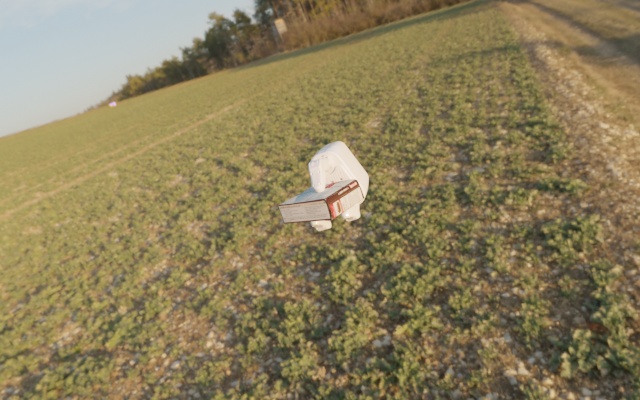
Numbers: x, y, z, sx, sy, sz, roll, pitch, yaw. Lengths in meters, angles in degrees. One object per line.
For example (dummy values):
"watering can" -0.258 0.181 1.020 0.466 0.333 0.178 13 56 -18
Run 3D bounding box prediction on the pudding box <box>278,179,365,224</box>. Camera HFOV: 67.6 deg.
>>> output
"pudding box" 0.000 0.002 0.781 0.113 0.039 0.090 -9 17 44
